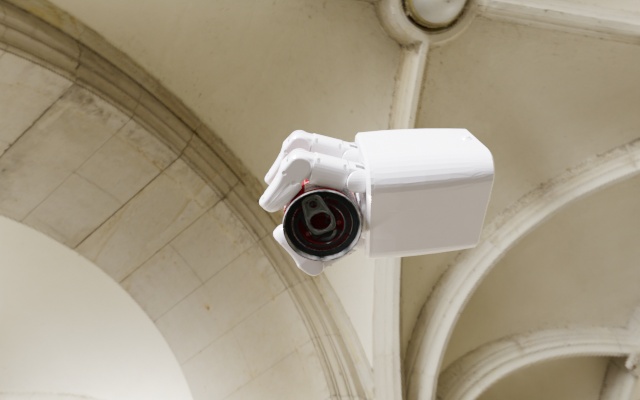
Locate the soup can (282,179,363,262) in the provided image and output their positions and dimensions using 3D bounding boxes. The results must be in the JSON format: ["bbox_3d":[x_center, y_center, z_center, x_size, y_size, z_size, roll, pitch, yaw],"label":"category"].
[{"bbox_3d":[0.000,0.001,0.449,0.068,0.068,0.102,0,25,-2],"label":"soup can"}]
